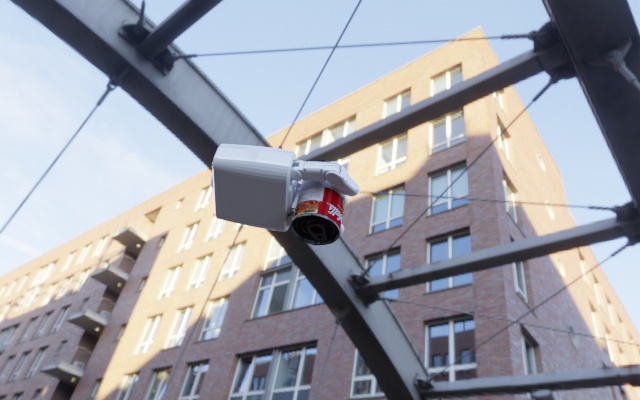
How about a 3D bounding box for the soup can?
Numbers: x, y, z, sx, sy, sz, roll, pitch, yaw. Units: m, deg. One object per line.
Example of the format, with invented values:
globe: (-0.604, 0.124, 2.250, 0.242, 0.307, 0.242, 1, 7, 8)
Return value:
soup can: (0.001, 0.002, 0.669, 0.068, 0.102, 0.069, 7, -39, 6)
